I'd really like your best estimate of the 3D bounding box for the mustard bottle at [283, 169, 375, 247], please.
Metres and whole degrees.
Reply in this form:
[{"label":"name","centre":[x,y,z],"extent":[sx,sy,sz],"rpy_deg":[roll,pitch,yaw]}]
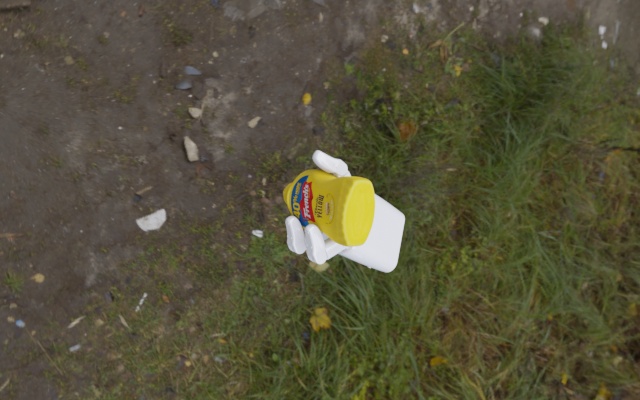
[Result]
[{"label":"mustard bottle","centre":[0.000,0.002,0.723],"extent":[0.058,0.096,0.191],"rpy_deg":[-2,11,-35]}]
